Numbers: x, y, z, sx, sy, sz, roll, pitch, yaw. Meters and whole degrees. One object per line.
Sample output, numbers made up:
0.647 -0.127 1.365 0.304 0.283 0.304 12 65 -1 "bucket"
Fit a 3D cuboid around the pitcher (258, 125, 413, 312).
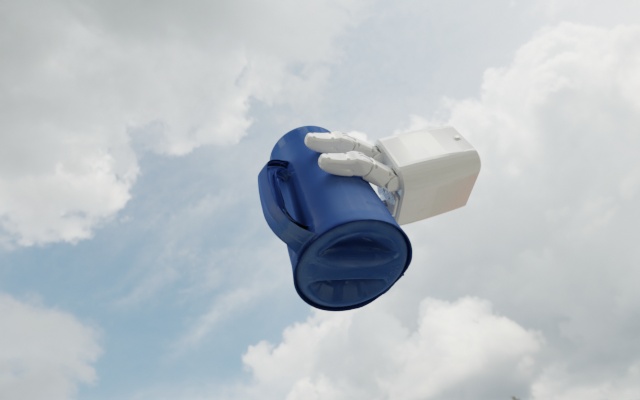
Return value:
0.000 0.002 0.590 0.145 0.149 0.242 -15 39 -7 "pitcher"
